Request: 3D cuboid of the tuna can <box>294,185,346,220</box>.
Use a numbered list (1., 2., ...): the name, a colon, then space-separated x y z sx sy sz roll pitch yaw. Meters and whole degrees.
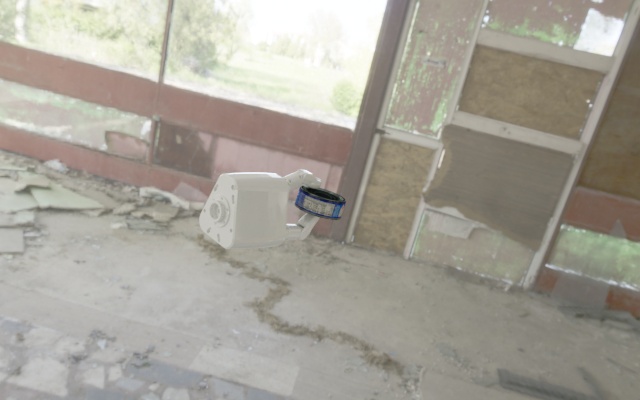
1. tuna can: 0.000 0.002 0.830 0.086 0.034 0.086 17 12 -4
